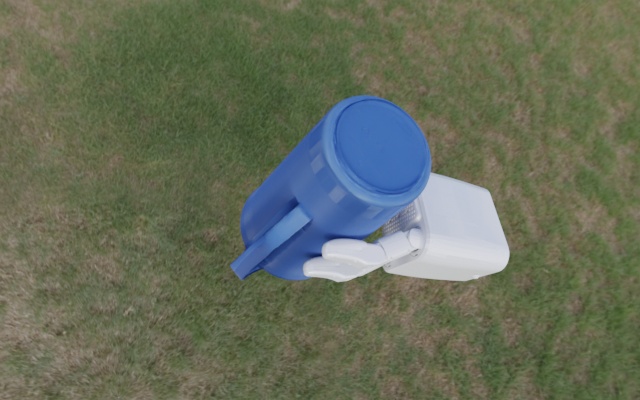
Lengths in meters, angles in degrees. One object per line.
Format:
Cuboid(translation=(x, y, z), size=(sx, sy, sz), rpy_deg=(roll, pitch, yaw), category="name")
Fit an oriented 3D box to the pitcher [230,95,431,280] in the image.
Cuboid(translation=(0.000, 0.002, 0.503), size=(0.145, 0.149, 0.243), rpy_deg=(11, -25, -19), category="pitcher")
